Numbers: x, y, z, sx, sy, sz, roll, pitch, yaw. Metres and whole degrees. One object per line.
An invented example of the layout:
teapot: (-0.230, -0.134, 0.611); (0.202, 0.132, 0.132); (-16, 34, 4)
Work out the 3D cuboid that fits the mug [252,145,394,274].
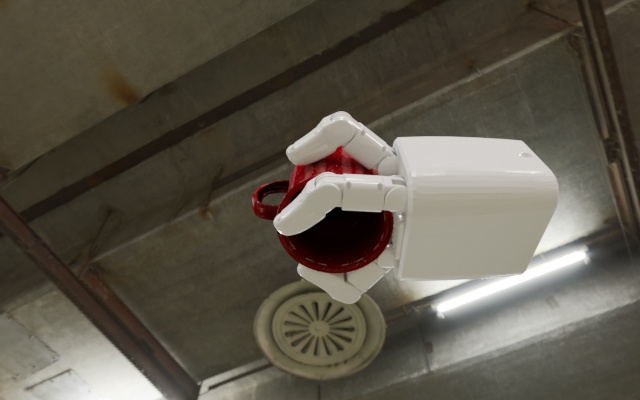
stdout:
mug: (-0.001, 0.001, 0.412); (0.117, 0.093, 0.081); (1, 28, 1)
